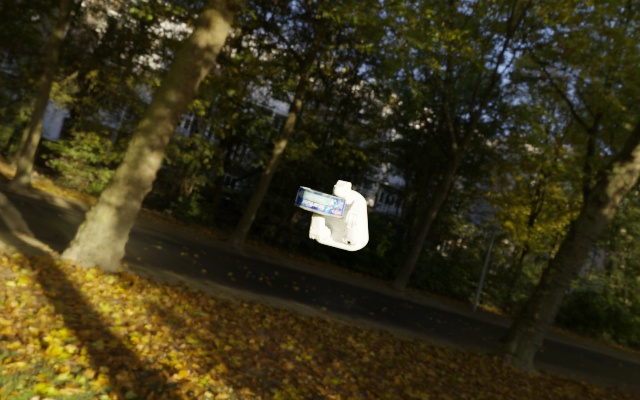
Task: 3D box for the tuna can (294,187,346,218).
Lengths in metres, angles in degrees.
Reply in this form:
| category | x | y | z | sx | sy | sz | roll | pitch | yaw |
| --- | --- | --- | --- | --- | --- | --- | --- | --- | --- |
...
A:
| category | x | y | z | sx | sy | sz | roll | pitch | yaw |
| --- | --- | --- | --- | --- | --- | --- | --- | --- | --- |
| tuna can | 0.000 | 0.002 | 0.823 | 0.086 | 0.034 | 0.086 | 16 | 3 | -1 |
